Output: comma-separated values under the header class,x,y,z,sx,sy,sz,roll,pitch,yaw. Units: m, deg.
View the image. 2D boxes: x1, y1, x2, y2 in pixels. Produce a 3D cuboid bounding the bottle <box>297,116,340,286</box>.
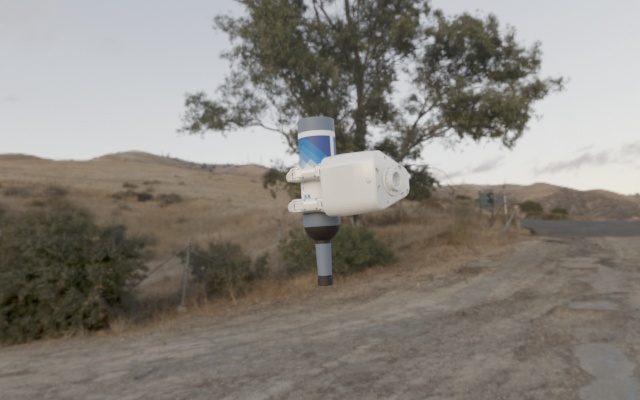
class,x,y,z,sx,sy,sz,roll,pitch,yaw
bottle,0.000,0.003,0.852,0.069,0.295,0.069,-4,-3,0
